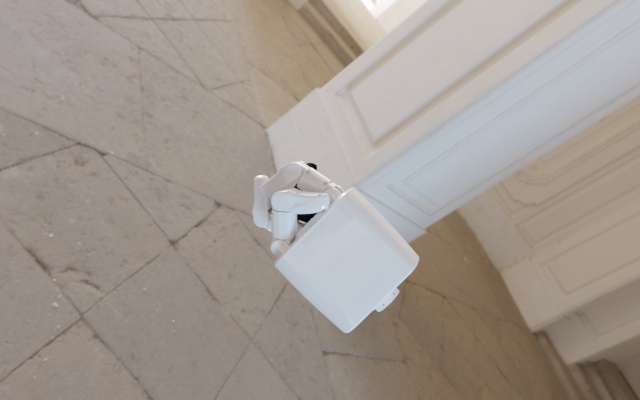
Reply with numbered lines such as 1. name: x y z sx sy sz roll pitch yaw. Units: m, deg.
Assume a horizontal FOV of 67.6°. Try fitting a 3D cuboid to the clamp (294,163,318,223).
1. clamp: 0.000 0.001 0.607 0.120 0.039 0.171 35 20 9
